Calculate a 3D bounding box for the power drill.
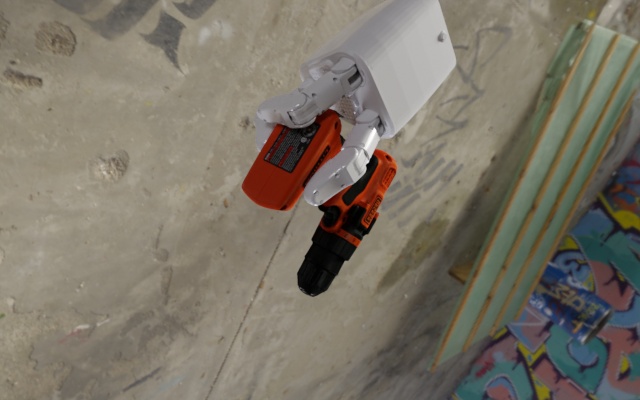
[{"bbox_3d":[0.000,0.001,0.487,0.057,0.184,0.188,24,-8,30],"label":"power drill"}]
